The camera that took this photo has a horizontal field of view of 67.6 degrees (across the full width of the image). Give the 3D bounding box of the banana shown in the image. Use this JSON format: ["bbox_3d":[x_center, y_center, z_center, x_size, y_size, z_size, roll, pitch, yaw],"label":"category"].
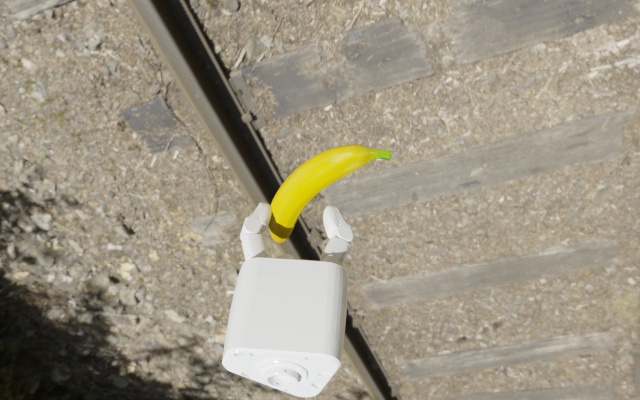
[{"bbox_3d":[-0.011,-0.009,0.559,0.070,0.037,0.198,35,-54,-26],"label":"banana"}]
